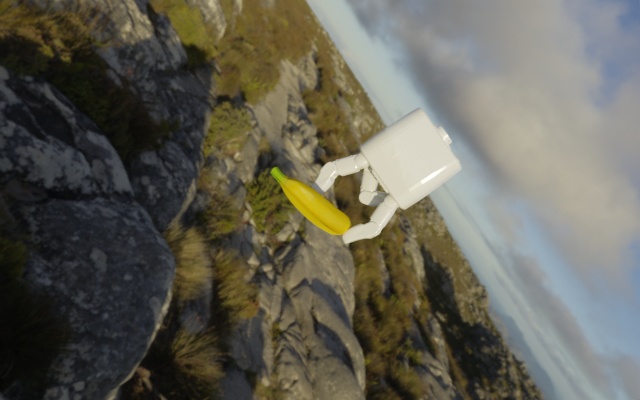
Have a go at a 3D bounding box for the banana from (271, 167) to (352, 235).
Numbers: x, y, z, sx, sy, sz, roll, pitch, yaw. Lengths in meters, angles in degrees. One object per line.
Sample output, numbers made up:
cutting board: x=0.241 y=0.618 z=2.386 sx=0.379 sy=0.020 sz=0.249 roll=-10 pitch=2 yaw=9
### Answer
banana: x=0.004 y=0.014 z=0.700 sx=0.037 sy=0.069 sz=0.198 roll=-35 pitch=-41 yaw=12
